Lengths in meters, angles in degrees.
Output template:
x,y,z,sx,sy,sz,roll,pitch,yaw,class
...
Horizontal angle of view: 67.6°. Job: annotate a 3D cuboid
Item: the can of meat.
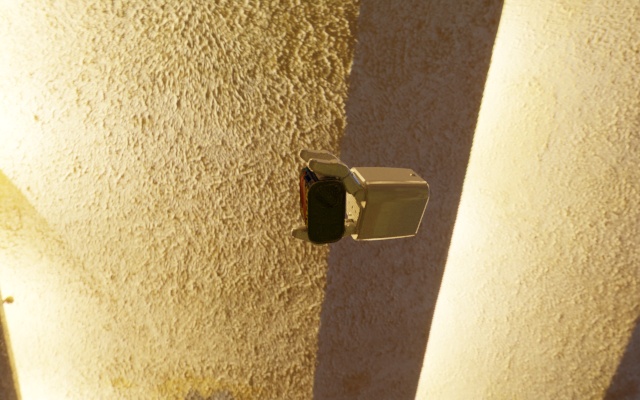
x,y,z,sx,sy,sz,roll,pitch,yaw,class
0.000,0.002,0.737,0.057,0.102,0.084,-5,24,-12,can of meat
